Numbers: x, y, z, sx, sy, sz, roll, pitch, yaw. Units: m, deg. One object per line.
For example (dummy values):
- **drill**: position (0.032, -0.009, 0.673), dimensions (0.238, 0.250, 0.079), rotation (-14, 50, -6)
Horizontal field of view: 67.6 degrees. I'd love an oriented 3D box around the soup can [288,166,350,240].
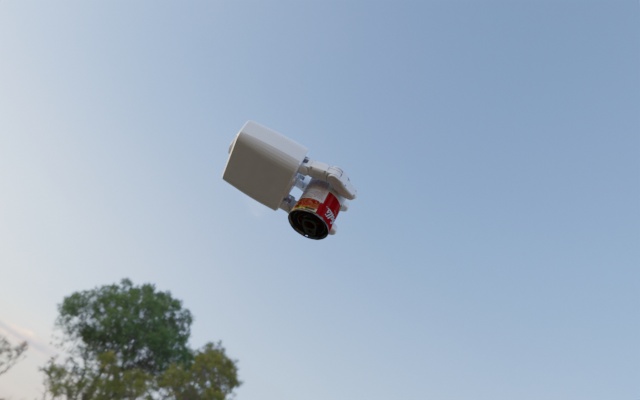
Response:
- **soup can**: position (0.001, 0.002, 0.754), dimensions (0.068, 0.102, 0.069), rotation (17, -39, 14)
